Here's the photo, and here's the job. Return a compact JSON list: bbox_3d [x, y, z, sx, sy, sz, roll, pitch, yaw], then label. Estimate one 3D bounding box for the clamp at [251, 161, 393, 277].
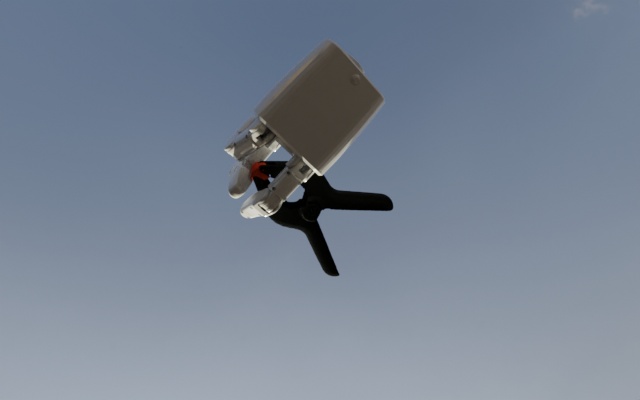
[{"bbox_3d":[0.000,0.002,0.556,0.171,0.120,0.039,43,2,-23],"label":"clamp"}]
